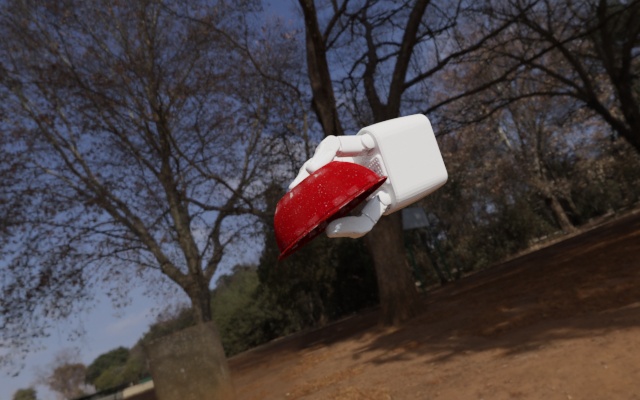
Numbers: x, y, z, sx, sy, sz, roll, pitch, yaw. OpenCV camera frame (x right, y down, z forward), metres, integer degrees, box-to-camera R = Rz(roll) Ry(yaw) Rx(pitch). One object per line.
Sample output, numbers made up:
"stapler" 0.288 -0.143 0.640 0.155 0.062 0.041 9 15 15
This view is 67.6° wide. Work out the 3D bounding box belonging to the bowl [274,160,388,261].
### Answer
"bowl" -0.001 0.002 0.565 0.162 0.055 0.162 -37 -6 -4
